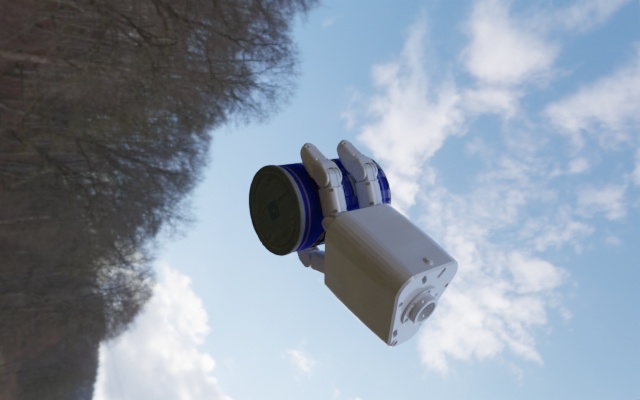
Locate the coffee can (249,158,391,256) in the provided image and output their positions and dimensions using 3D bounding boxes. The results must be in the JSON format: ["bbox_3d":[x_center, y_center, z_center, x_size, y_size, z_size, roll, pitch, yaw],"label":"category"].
[{"bbox_3d":[0.000,0.002,0.574,0.140,0.103,0.103,-11,7,-39],"label":"coffee can"}]
